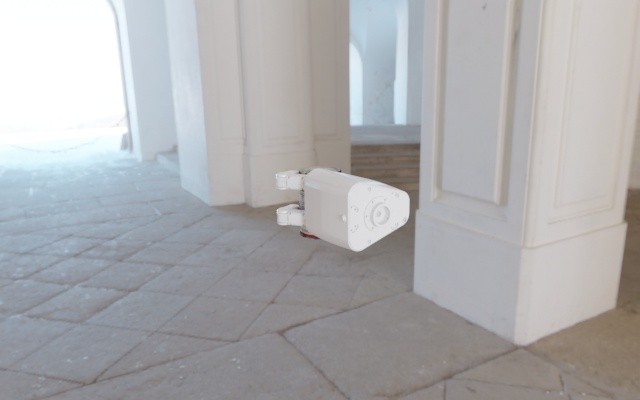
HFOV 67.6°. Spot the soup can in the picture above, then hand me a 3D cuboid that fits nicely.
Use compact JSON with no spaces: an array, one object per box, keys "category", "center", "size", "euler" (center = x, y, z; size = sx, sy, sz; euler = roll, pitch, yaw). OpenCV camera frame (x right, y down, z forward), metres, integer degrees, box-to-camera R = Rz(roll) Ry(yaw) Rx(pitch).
[{"category":"soup can","center":[0.000,0.002,0.740],"size":[0.068,0.102,0.068],"euler":[-1,14,0]}]
